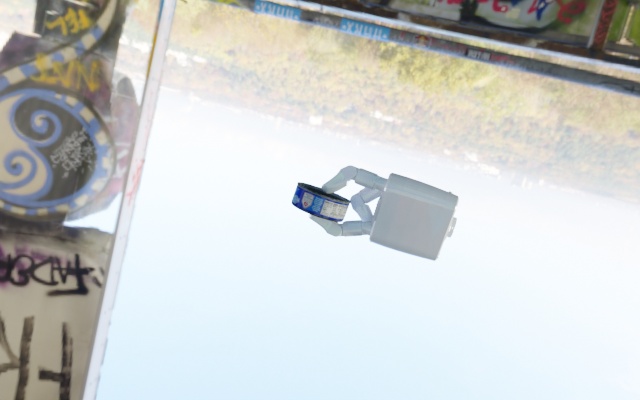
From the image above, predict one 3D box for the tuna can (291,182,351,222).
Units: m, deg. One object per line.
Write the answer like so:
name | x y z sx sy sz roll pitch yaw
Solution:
tuna can | 0.000 0.003 0.720 0.086 0.034 0.086 20 8 -3
